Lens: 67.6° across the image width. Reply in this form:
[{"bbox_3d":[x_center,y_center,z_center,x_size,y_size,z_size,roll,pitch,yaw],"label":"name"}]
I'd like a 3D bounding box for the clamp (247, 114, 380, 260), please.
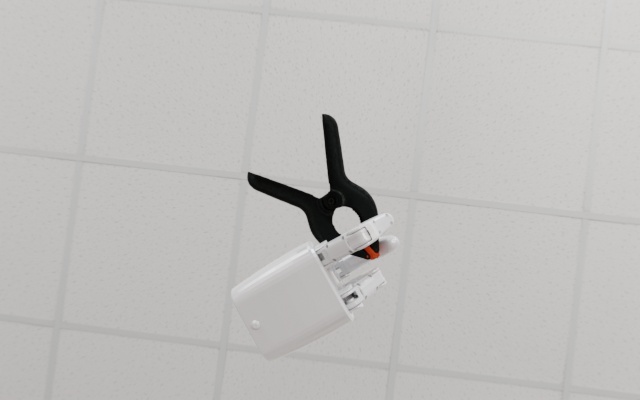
[{"bbox_3d":[0.000,0.002,0.542,0.120,0.171,0.039,-30,-2,6],"label":"clamp"}]
